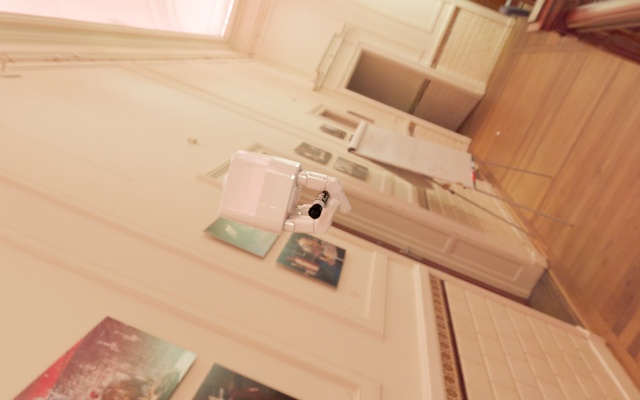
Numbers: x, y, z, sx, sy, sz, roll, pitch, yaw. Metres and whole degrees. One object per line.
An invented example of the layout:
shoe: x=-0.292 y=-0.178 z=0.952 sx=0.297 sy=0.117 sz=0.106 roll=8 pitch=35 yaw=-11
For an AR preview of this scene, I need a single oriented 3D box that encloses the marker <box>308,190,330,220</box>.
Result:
marker: x=0.000 y=0.002 z=0.709 sx=0.020 sy=0.020 sz=0.121 roll=0 pitch=16 yaw=9
